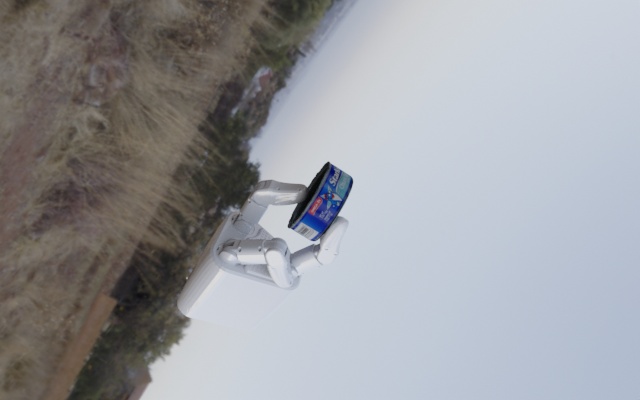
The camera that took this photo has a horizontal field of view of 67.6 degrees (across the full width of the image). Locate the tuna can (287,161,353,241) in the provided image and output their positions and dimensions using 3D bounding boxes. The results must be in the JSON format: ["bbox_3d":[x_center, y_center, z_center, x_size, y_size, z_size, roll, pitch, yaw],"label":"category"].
[{"bbox_3d":[0.001,0.002,0.526,0.034,0.086,0.086,32,-5,-9],"label":"tuna can"}]
